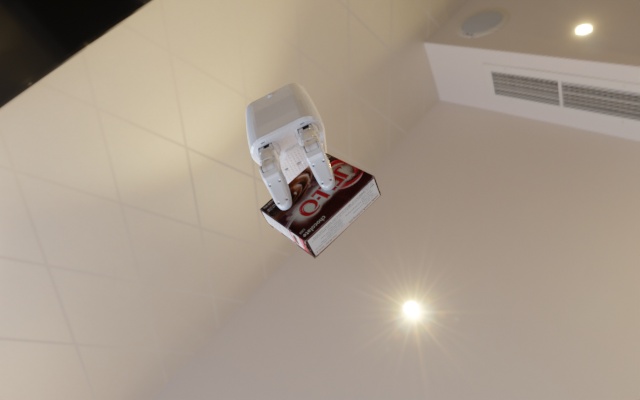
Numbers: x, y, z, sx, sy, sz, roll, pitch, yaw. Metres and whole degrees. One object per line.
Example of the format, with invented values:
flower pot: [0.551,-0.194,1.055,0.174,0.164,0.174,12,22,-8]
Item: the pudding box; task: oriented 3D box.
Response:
pudding box: [0.000,0.002,0.557,0.090,0.113,0.039,30,-22,44]
